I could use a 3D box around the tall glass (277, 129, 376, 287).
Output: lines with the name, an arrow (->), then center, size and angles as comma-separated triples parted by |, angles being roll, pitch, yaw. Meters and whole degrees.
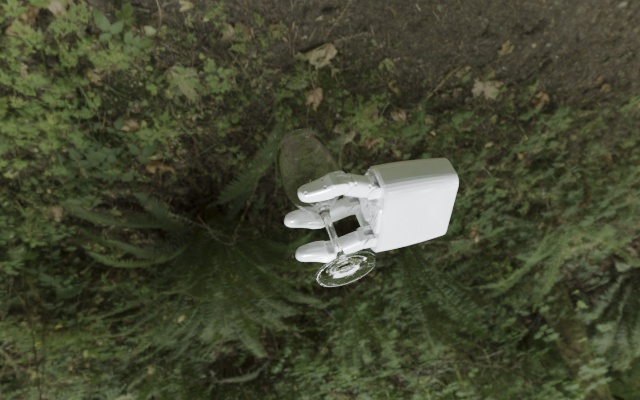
tall glass -> 0.000, 0.002, 0.599 | 0.079, 0.201, 0.079 | -15, -33, -10
